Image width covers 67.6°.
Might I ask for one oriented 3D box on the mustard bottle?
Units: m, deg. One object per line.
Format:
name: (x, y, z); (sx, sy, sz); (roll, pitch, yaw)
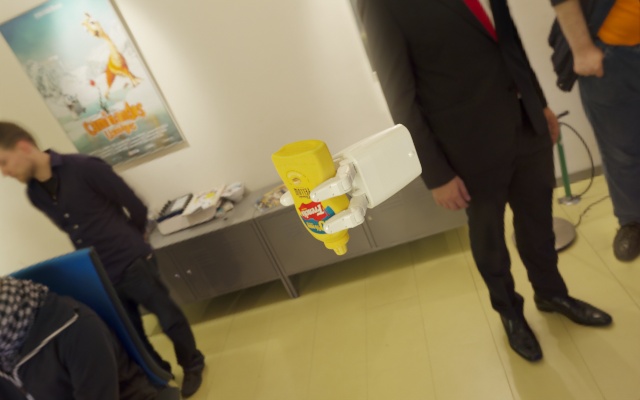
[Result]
mustard bottle: (0.000, 0.002, 0.736); (0.096, 0.192, 0.058); (-1, 33, 42)
